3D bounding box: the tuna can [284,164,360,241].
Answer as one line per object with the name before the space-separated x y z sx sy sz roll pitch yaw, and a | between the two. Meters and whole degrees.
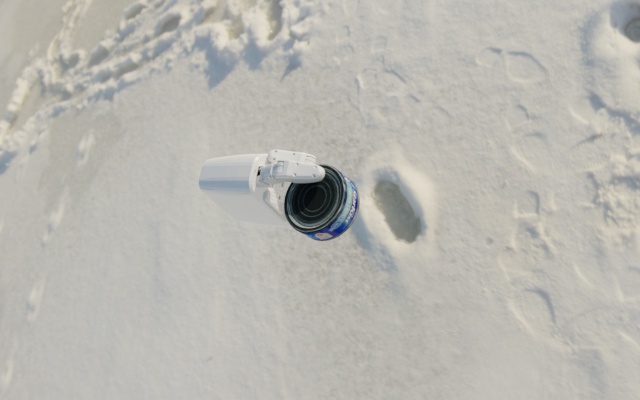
tuna can | 0.000 0.002 0.554 0.086 0.086 0.034 0 -19 33
